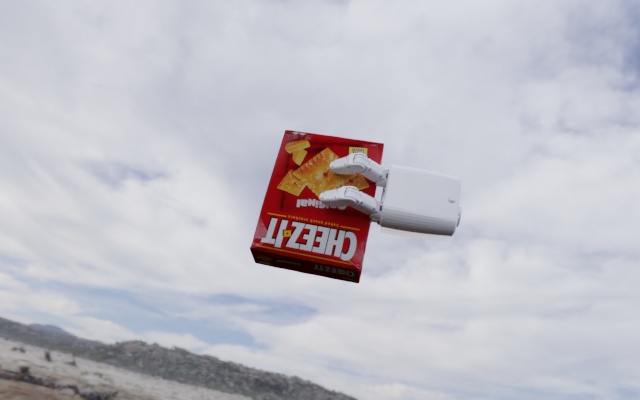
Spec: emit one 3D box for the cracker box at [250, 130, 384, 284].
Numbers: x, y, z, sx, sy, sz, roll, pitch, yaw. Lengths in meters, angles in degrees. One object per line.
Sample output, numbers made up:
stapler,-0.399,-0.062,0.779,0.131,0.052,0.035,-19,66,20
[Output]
cracker box,0.000,0.002,0.734,0.164,0.213,0.072,10,-26,8
